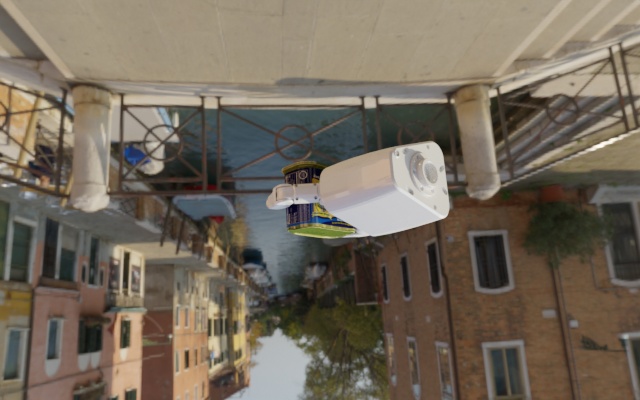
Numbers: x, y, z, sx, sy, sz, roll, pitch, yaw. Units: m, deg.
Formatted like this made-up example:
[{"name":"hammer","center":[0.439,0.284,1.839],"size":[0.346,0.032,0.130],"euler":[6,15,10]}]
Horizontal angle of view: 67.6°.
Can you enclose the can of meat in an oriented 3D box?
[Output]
[{"name":"can of meat","center":[0.000,0.002,0.625],"size":[0.057,0.084,0.102],"euler":[-16,-19,42]}]
